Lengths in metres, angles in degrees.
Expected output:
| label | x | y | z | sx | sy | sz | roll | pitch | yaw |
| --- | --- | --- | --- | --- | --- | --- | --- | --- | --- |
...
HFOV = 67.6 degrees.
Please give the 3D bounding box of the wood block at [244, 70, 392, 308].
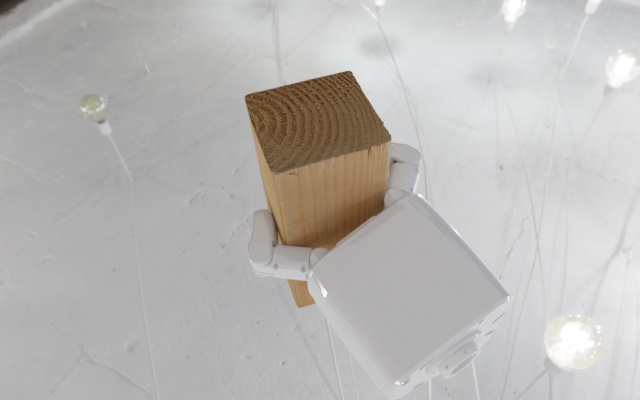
| label | x | y | z | sx | sy | sz | roll | pitch | yaw |
| --- | --- | --- | --- | --- | --- | --- | --- | --- | --- |
| wood block | 0.000 | 0.002 | 0.430 | 0.091 | 0.090 | 0.206 | -16 | -37 | -9 |
